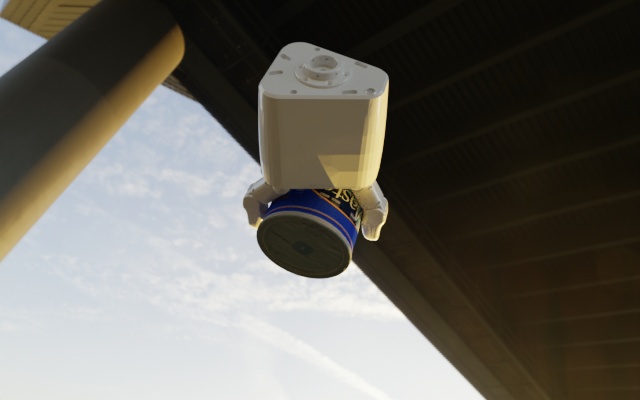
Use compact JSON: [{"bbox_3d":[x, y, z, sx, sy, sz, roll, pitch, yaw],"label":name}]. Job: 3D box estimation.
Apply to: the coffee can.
[{"bbox_3d":[0.000,0.002,0.539,0.103,0.140,0.103,12,-42,11],"label":"coffee can"}]
